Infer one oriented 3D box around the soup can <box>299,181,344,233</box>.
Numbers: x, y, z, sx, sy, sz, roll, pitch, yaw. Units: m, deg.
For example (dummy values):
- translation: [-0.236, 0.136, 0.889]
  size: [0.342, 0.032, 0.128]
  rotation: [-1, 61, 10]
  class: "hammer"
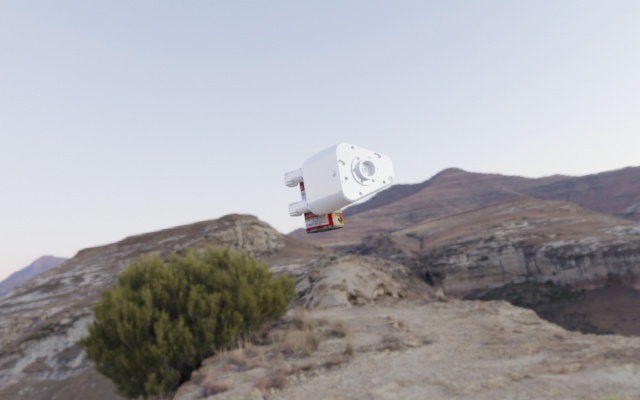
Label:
- translation: [0.000, 0.003, 0.846]
  size: [0.068, 0.102, 0.068]
  rotation: [-9, -7, -1]
  class: "soup can"
